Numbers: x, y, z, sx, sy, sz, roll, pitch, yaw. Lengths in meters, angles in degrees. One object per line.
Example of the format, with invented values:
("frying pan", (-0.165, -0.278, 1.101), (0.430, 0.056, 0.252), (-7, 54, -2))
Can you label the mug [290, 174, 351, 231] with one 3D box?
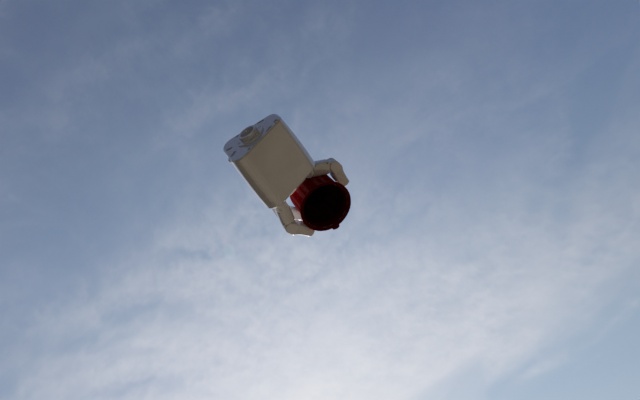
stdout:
("mug", (0.001, 0.004, 0.844), (0.093, 0.117, 0.081), (-36, 34, -4))
